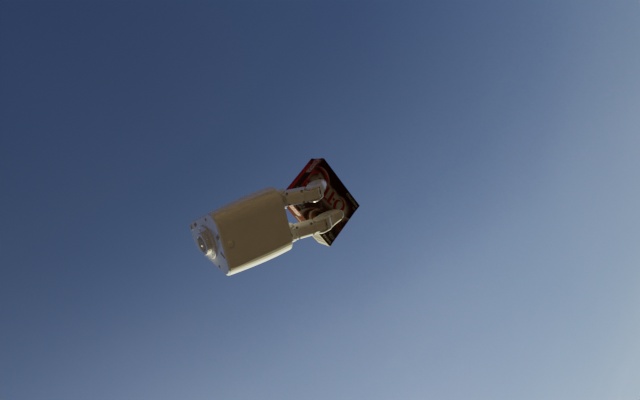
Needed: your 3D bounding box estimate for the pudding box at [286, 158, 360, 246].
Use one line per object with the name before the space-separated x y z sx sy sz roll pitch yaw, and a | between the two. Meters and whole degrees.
pudding box | 0.000 0.003 0.756 0.039 0.090 0.113 10 -35 51
